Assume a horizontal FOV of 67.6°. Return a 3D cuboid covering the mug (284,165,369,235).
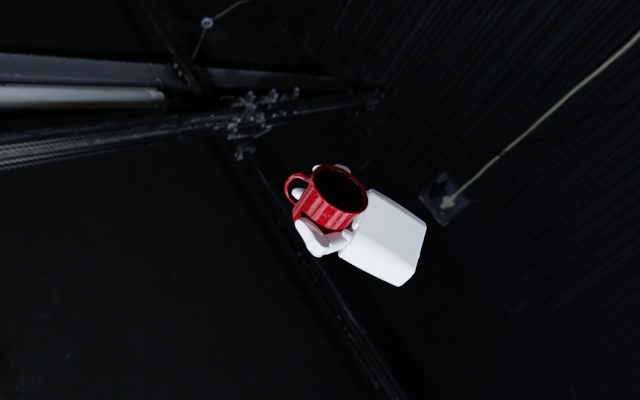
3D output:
[{"bbox_3d":[-0.001,0.002,0.700,0.117,0.081,0.093,30,39,-8],"label":"mug"}]
